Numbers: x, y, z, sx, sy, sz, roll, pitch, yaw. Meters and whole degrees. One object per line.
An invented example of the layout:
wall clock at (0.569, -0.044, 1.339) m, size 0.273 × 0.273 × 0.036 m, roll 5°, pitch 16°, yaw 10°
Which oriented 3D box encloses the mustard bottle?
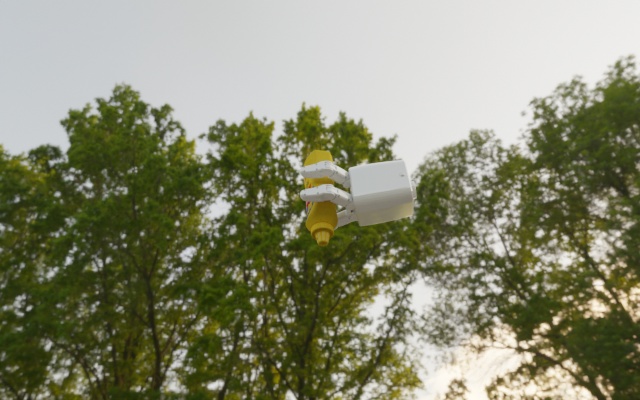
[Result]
mustard bottle at (0.000, 0.003, 0.896) m, size 0.058 × 0.191 × 0.096 m, roll 5°, pitch -41°, yaw -12°
